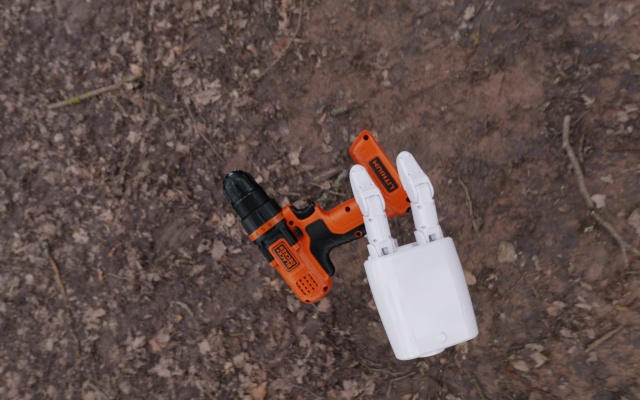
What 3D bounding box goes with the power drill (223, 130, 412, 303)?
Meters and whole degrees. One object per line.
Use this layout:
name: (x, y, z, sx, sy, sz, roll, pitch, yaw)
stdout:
power drill: (0.001, 0.002, 0.561, 0.187, 0.184, 0.057, -36, 3, 9)
